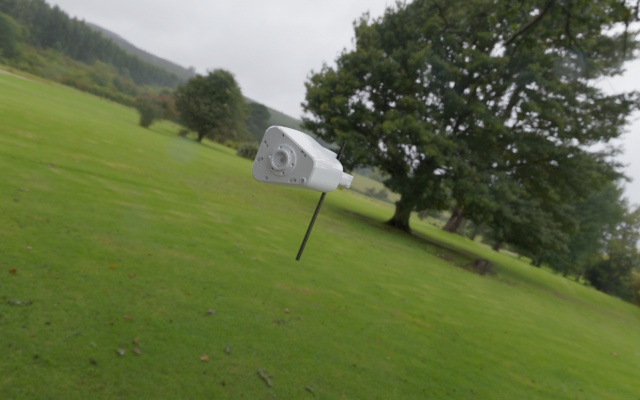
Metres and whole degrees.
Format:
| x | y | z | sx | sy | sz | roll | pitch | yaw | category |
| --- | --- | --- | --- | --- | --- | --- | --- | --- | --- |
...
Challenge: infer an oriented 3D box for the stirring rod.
| x | y | z | sx | sy | sz | roll | pitch | yaw | category |
| --- | --- | --- | --- | --- | --- | --- | --- | --- | --- |
| 0.000 | 0.003 | 0.896 | 0.011 | 0.239 | 0.011 | 22 | 7 | -3 | stirring rod |
